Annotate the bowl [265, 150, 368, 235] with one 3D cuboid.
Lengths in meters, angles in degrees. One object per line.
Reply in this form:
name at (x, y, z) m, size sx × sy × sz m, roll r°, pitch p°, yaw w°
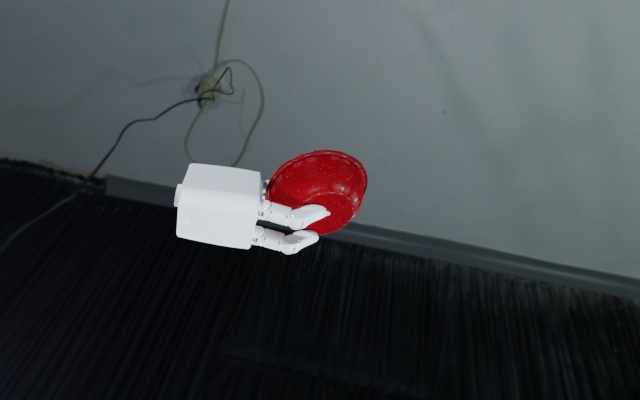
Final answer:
bowl at (0.002, 0.002, 0.722) m, size 0.162 × 0.055 × 0.162 m, roll -9°, pitch -43°, yaw -8°
